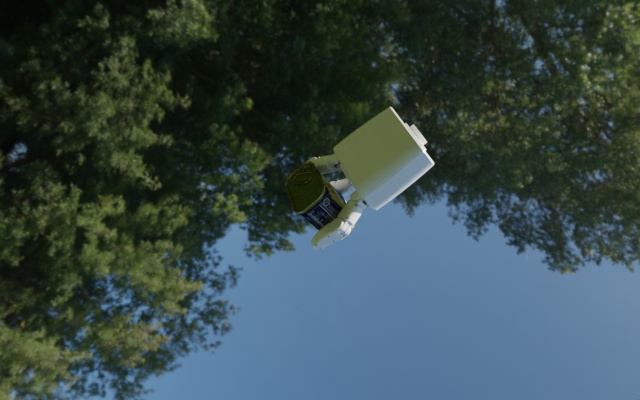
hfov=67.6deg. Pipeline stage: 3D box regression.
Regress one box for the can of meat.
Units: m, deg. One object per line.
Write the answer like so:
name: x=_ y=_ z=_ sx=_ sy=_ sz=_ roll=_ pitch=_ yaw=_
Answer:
can of meat: x=0.000 y=0.003 z=0.710 sx=0.084 sy=0.057 sz=0.102 roll=43 pitch=13 yaw=-34
